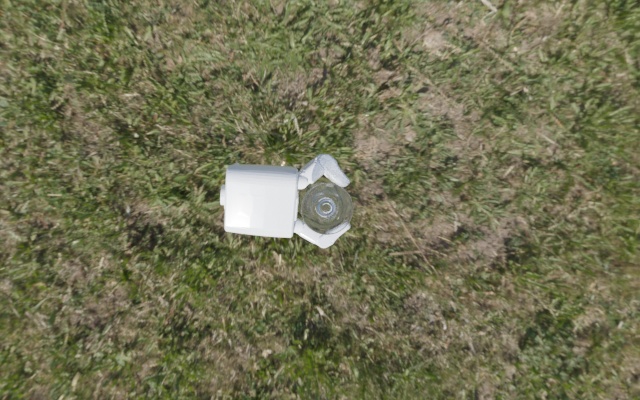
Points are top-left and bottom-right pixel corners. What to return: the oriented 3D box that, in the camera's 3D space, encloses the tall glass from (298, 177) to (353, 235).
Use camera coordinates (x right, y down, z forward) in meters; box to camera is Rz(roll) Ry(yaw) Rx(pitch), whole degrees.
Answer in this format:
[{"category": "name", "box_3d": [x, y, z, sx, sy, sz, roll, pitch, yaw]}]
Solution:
[{"category": "tall glass", "box_3d": [0.000, 0.003, 0.773, 0.079, 0.079, 0.201, 0, 6, -5]}]
